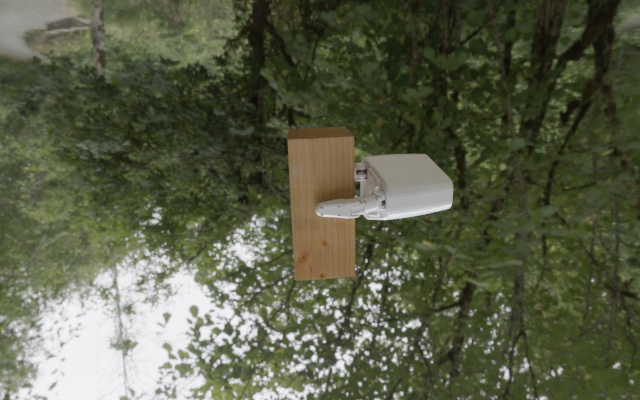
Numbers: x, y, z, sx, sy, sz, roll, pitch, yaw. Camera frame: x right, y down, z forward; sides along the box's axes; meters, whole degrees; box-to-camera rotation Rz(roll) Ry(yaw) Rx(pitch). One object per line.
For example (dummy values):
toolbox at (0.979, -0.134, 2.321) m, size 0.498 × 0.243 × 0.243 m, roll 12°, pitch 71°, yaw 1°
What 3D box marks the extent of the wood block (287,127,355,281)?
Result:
wood block at (0.001, 0.002, 0.700) m, size 0.090 × 0.206 × 0.090 m, roll -3°, pitch 17°, yaw -4°
